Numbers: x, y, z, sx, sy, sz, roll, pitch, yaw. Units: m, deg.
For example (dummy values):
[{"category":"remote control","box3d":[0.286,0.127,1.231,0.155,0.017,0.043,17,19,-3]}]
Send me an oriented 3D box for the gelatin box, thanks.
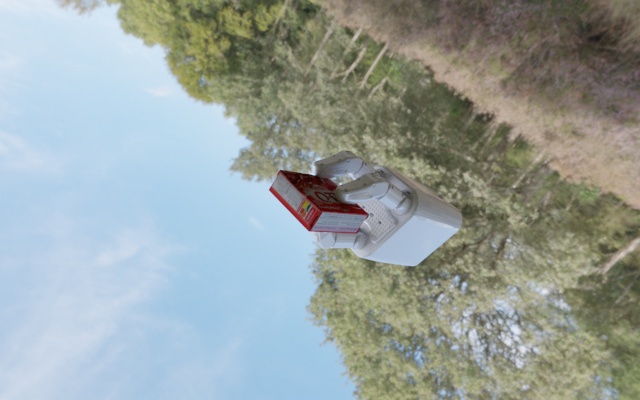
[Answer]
[{"category":"gelatin box","box3d":[0.000,0.002,0.514,0.089,0.030,0.073,6,32,-51]}]
